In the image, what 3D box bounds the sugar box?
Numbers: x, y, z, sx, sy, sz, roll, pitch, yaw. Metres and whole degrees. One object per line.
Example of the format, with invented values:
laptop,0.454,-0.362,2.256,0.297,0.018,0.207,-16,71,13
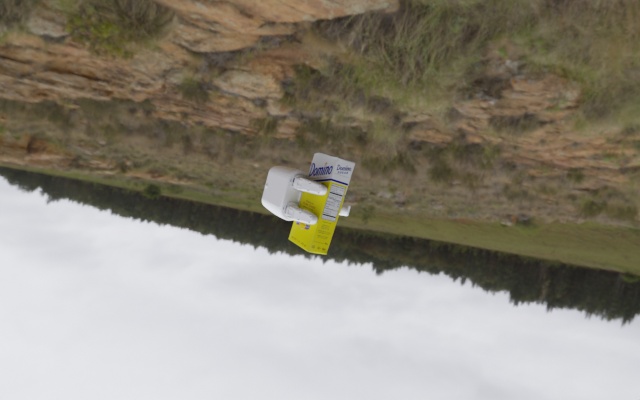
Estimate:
sugar box,0.000,0.003,0.880,0.048,0.176,0.093,12,4,-30
